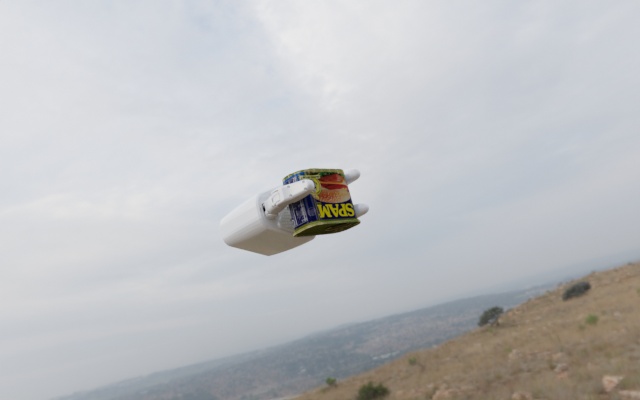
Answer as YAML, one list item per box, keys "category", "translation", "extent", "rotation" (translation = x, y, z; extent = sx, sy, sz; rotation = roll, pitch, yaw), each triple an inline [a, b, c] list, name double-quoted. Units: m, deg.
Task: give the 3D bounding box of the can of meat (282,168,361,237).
- category: "can of meat"
  translation: [0.000, 0.002, 0.682]
  extent: [0.102, 0.084, 0.057]
  rotation: [-1, -20, -43]
